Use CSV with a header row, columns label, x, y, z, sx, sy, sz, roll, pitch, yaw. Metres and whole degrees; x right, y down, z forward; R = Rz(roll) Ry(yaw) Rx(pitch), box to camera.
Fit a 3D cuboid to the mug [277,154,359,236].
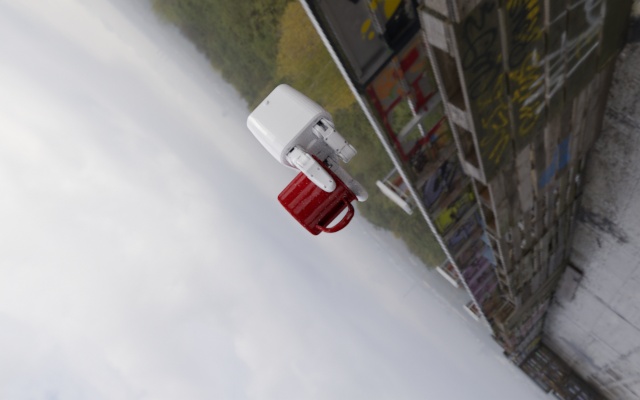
label,x,y,z,sx,sy,sz,roll,pitch,yaw
mug,0.001,0.003,0.671,0.117,0.081,0.093,45,0,37
